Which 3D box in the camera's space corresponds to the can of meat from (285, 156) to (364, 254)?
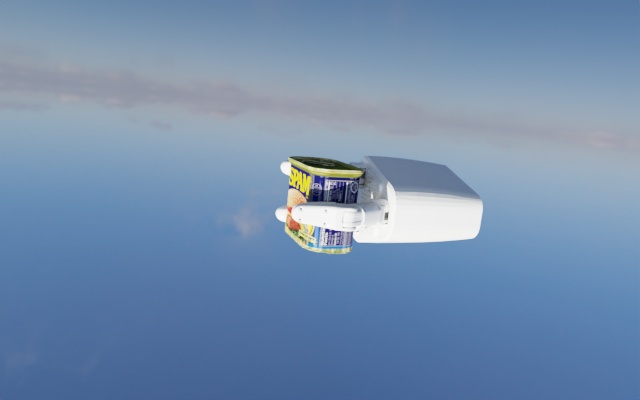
[{"bbox_3d":[0.000,0.002,0.500,0.057,0.084,0.102,1,12,-21],"label":"can of meat"}]
